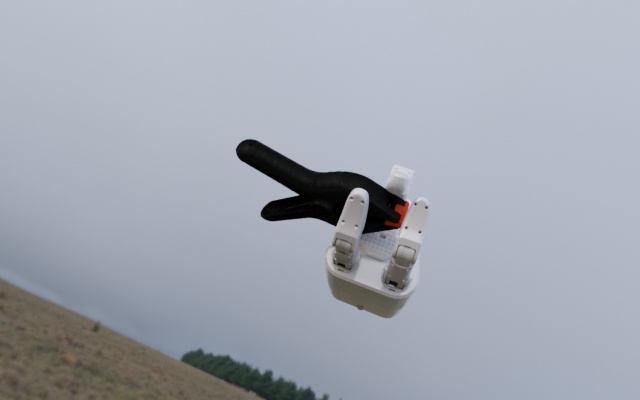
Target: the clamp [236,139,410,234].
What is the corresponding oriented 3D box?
[{"bbox_3d":[0.000,0.001,0.483,0.171,0.039,0.120,20,-26,11],"label":"clamp"}]
